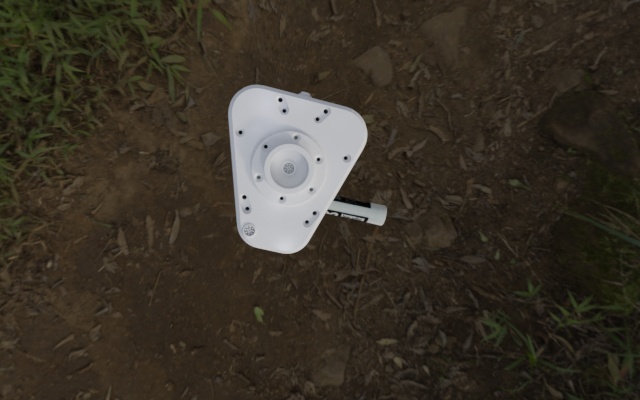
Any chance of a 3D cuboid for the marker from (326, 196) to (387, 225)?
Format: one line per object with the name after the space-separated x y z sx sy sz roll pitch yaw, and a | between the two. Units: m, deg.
0.000 0.001 0.435 0.121 0.020 0.020 12 -2 -7 | marker
